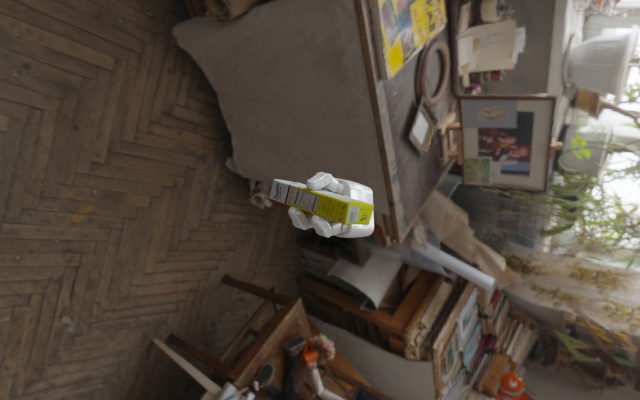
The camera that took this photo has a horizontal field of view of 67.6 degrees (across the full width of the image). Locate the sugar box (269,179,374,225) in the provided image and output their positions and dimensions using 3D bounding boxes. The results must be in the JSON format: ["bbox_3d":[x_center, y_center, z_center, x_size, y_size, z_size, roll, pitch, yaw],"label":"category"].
[{"bbox_3d":[0.000,0.004,0.894,0.176,0.048,0.093,15,5,33],"label":"sugar box"}]
